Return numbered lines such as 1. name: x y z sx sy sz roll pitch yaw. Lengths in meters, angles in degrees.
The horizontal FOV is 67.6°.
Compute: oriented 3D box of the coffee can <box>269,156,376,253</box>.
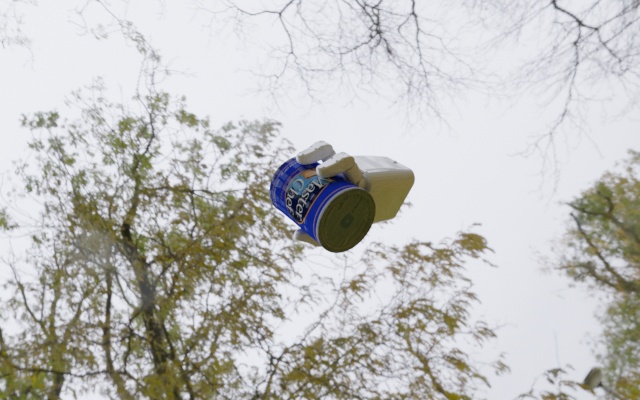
1. coffee can: 0.000 0.003 0.729 0.103 0.103 0.140 0 24 -38
